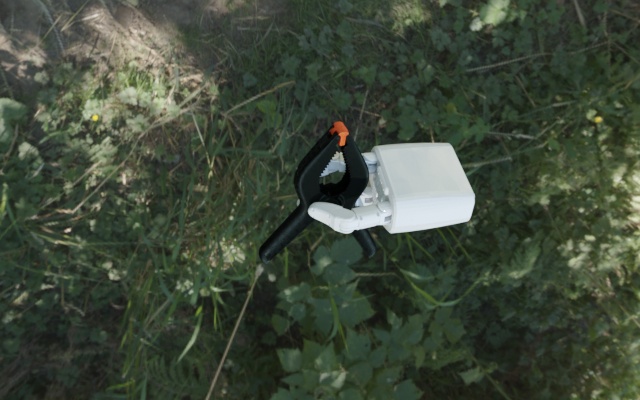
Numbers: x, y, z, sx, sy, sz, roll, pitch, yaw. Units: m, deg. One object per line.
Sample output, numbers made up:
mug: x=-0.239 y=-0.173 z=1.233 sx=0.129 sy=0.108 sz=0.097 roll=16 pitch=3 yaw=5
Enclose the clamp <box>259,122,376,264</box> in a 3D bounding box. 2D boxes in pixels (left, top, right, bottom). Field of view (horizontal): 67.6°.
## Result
clamp: x=0.001 y=0.002 z=0.604 sx=0.164 sy=0.210 sz=0.036 roll=-8 pitch=38 yaw=-12
